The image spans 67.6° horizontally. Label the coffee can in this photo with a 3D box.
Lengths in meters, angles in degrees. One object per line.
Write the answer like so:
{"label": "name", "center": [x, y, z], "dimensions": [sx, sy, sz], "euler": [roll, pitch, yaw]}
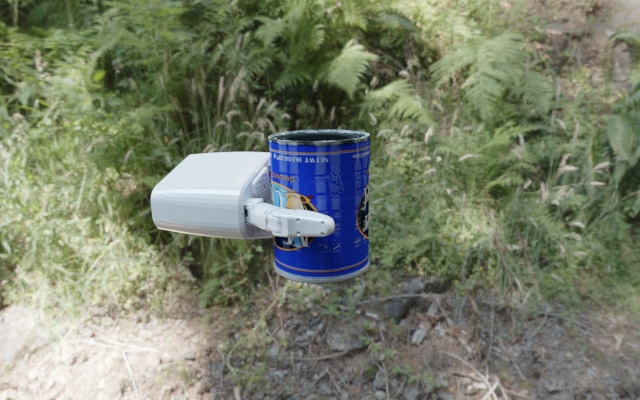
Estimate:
{"label": "coffee can", "center": [0.000, 0.002, 0.498], "dimensions": [0.103, 0.140, 0.102], "euler": [-1, 14, 0]}
